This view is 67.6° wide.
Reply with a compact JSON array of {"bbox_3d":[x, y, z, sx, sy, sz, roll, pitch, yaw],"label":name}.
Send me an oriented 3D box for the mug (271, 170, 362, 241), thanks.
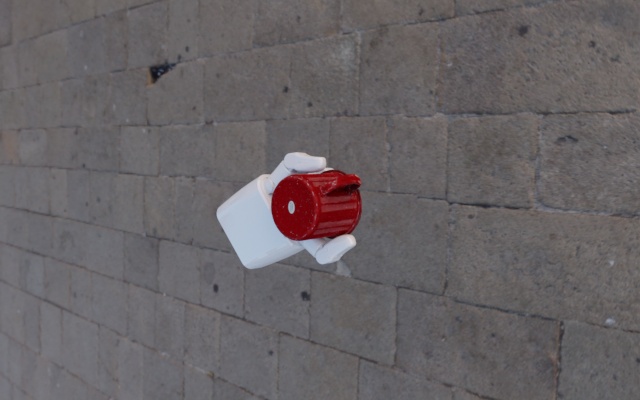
[{"bbox_3d":[0.001,0.001,0.596,0.117,0.093,0.081,-33,-18,36],"label":"mug"}]
